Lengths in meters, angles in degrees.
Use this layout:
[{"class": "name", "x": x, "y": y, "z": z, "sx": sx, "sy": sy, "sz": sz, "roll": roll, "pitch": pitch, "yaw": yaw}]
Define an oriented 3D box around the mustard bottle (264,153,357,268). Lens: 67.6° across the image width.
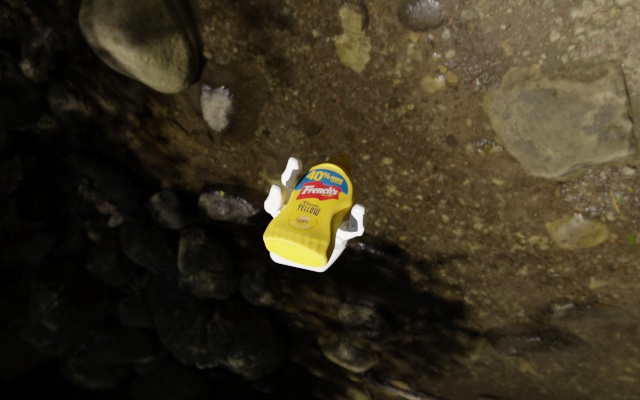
[{"class": "mustard bottle", "x": 0.000, "y": 0.002, "z": 0.702, "sx": 0.096, "sy": 0.191, "sz": 0.058, "roll": 14, "pitch": -35, "yaw": 20}]
